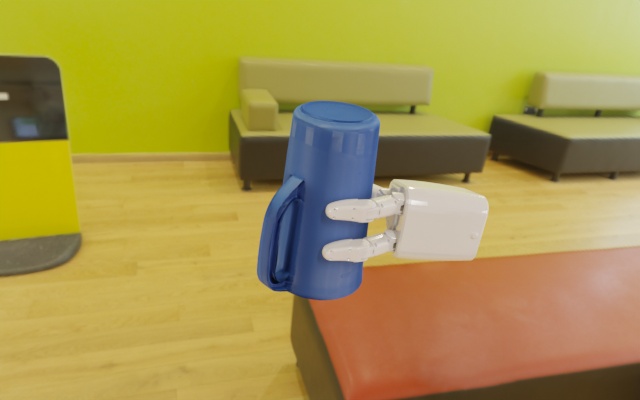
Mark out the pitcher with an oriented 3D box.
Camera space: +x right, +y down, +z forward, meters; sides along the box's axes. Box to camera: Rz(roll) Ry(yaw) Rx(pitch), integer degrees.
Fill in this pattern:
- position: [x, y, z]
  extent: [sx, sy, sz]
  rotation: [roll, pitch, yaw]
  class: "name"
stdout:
- position: [0.000, 0.002, 0.624]
  extent: [0.145, 0.243, 0.149]
  rotation: [6, 26, -3]
  class: "pitcher"
